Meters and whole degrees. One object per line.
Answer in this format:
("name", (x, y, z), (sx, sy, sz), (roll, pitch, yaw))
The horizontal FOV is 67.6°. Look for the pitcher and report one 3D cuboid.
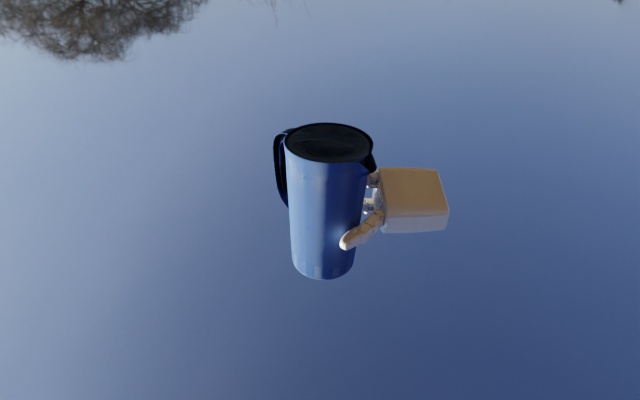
("pitcher", (0.000, 0.003, 0.774), (0.145, 0.243, 0.149), (-3, 34, -8))
